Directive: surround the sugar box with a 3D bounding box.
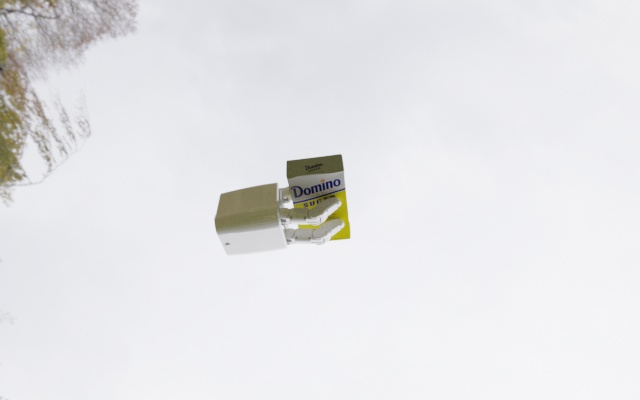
[{"bbox_3d":[0.000,0.003,0.812,0.093,0.048,0.176,-7,-40,3],"label":"sugar box"}]
